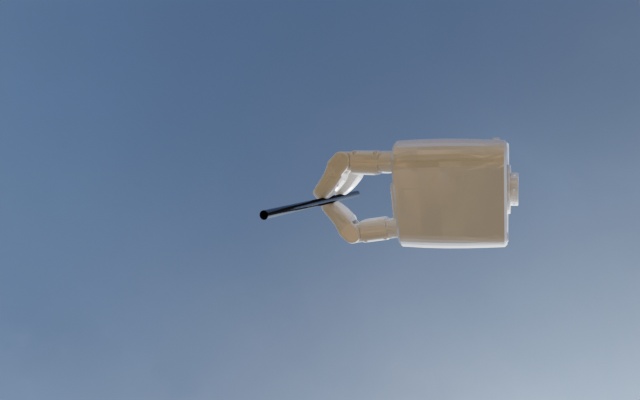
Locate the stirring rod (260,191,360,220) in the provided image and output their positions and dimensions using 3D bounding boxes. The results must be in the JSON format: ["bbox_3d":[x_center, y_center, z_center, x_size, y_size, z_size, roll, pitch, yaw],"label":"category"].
[{"bbox_3d":[0.000,0.002,0.502,0.011,0.011,0.239,0,5,23],"label":"stirring rod"}]
